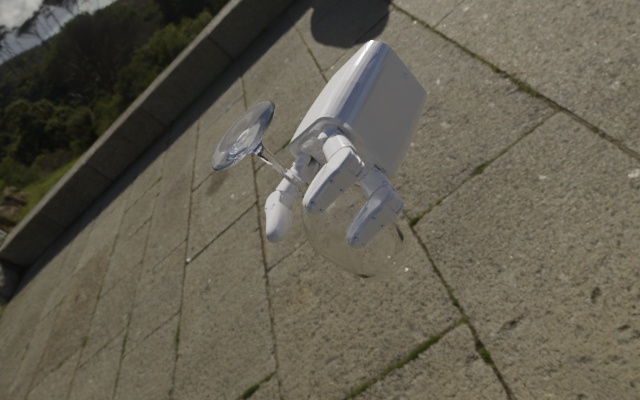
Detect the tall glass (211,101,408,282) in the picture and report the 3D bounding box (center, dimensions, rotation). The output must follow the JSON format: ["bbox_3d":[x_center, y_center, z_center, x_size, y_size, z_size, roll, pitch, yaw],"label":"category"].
[{"bbox_3d":[0.000,0.001,0.445,0.201,0.079,0.079,41,-24,-30],"label":"tall glass"}]
